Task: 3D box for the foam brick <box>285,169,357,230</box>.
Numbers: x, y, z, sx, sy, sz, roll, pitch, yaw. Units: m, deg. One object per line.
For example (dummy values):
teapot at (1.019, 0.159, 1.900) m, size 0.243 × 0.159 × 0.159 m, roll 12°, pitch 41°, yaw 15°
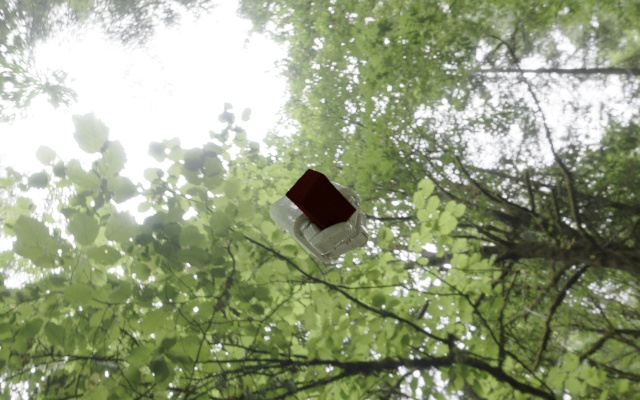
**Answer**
foam brick at (0.000, 0.002, 0.663) m, size 0.078 × 0.053 × 0.051 m, roll 47°, pitch -9°, yaw -30°
